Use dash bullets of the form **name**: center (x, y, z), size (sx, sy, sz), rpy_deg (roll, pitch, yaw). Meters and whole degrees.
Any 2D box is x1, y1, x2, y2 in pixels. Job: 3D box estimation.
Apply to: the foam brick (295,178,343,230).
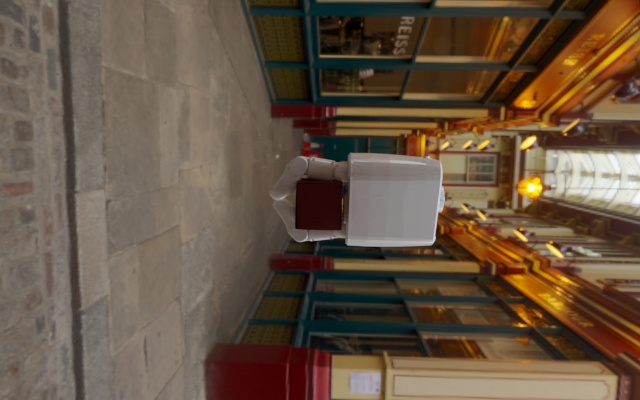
- **foam brick**: center (0.000, 0.002, 0.551), size (0.051, 0.053, 0.078), rpy_deg (2, 8, 3)
